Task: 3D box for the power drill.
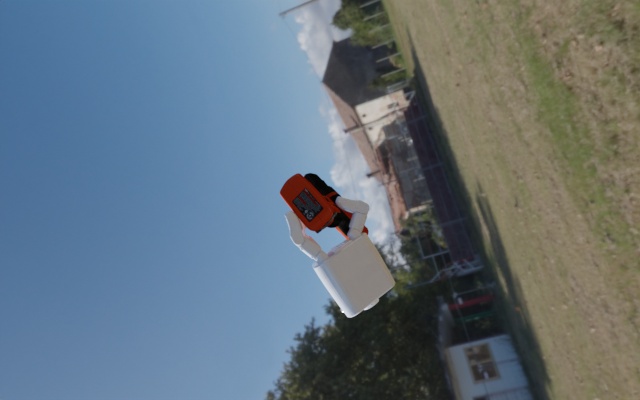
[{"bbox_3d":[0.000,0.003,0.895,0.184,0.057,0.188,47,12,22],"label":"power drill"}]
